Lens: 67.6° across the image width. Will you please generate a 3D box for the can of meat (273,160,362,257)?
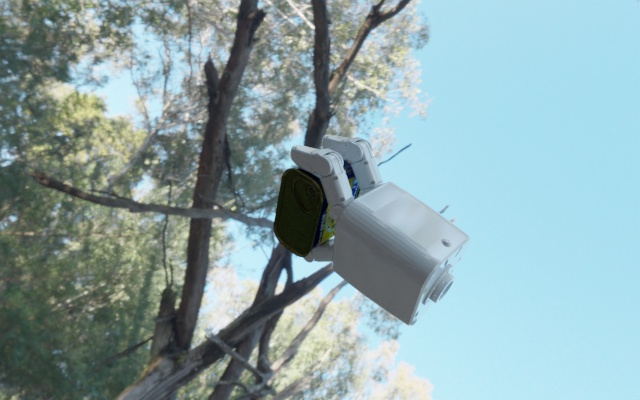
[{"bbox_3d":[0.000,0.002,0.541,0.057,0.102,0.084,33,39,28],"label":"can of meat"}]
